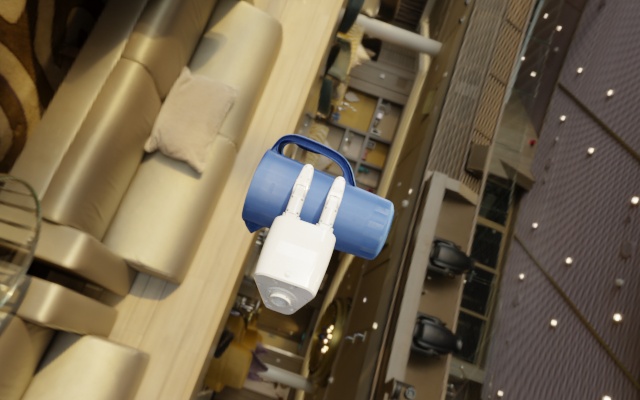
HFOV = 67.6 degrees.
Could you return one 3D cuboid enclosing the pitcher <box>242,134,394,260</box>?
[{"bbox_3d":[0.000,0.003,0.819,0.243,0.145,0.149,20,-38,0],"label":"pitcher"}]
